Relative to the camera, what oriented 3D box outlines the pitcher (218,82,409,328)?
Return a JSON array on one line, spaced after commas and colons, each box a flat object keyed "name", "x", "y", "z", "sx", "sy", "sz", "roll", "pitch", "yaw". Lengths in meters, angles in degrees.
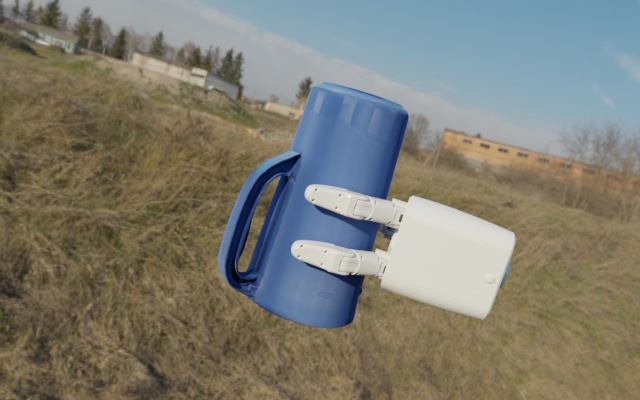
[{"name": "pitcher", "x": 0.000, "y": 0.002, "z": 0.515, "sx": 0.145, "sy": 0.243, "sz": 0.149, "roll": 19, "pitch": 9, "yaw": 11}]
